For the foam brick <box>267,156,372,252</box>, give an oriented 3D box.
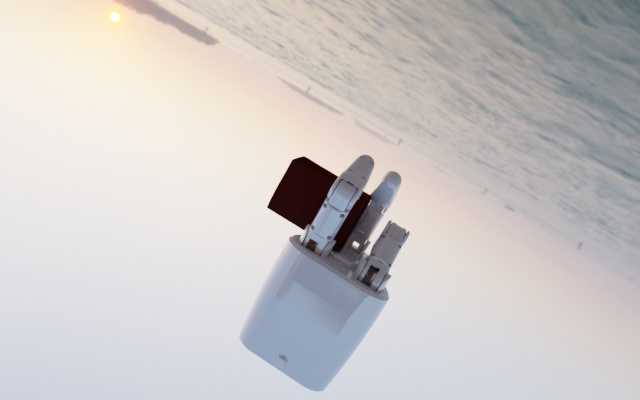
[{"bbox_3d":[0.000,0.001,0.435,0.078,0.051,0.053,31,12,6],"label":"foam brick"}]
